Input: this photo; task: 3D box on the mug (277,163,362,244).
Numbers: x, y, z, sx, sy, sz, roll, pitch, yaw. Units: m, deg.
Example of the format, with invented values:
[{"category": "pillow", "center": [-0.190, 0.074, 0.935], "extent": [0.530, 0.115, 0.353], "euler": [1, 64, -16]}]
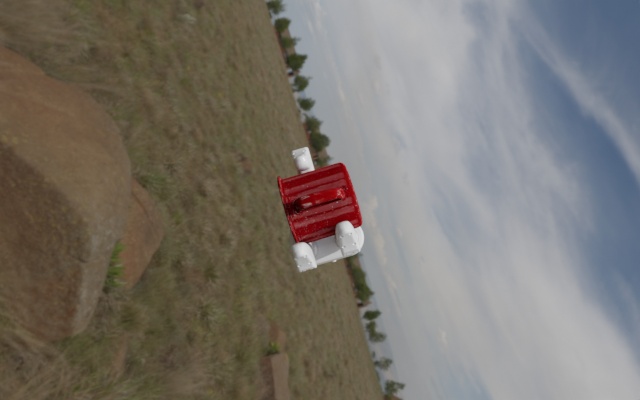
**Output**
[{"category": "mug", "center": [0.000, 0.001, 0.559], "extent": [0.081, 0.093, 0.117], "euler": [-17, -9, 1]}]
